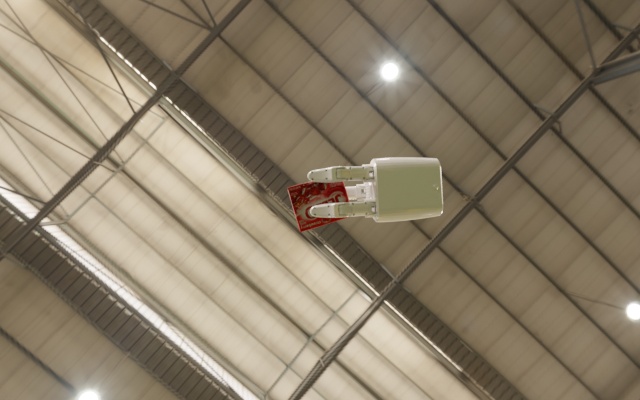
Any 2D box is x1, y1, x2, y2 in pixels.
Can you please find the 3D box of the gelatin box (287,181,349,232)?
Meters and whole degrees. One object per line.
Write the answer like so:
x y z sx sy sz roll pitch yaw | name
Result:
0.000 0.003 0.756 0.089 0.073 0.030 -16 0 0 | gelatin box
